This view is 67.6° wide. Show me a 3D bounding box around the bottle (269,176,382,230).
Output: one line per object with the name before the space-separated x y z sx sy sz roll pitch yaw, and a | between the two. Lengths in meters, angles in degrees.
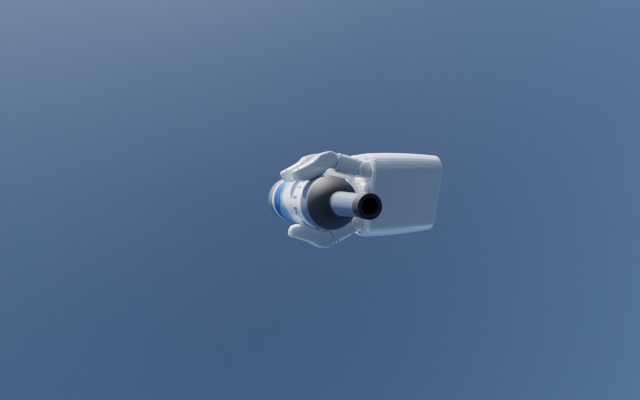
bottle | 0.000 0.002 0.615 0.069 0.069 0.295 0 2 -20
